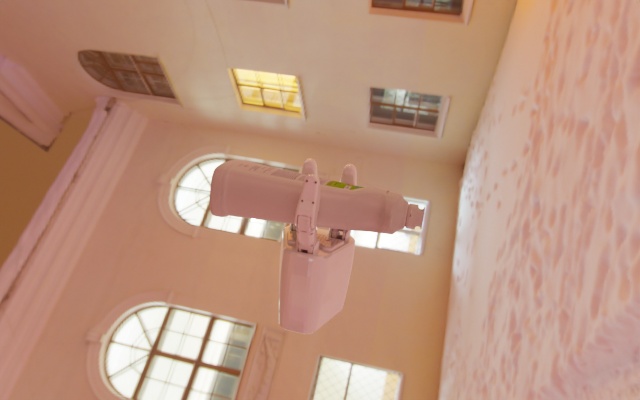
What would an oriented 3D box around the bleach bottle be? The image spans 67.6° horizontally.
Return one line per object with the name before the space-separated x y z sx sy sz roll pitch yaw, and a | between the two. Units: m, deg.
bleach bottle | 0.000 0.002 0.588 0.251 0.068 0.102 10 14 10
